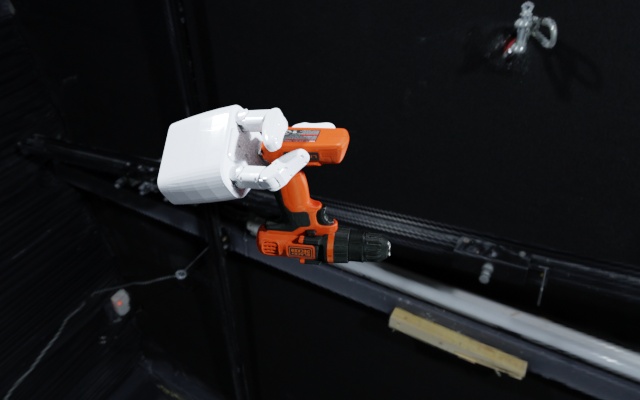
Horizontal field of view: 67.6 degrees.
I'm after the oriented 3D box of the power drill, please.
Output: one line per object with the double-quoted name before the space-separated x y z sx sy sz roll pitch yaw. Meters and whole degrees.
"power drill" 0.000 0.002 0.614 0.184 0.188 0.057 3 31 8
